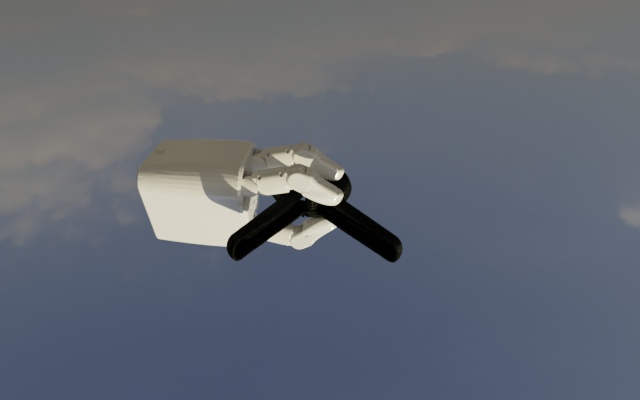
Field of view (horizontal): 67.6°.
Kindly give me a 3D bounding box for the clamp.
[{"bbox_3d":[0.000,0.002,0.521,0.164,0.036,0.209,6,31,0],"label":"clamp"}]
